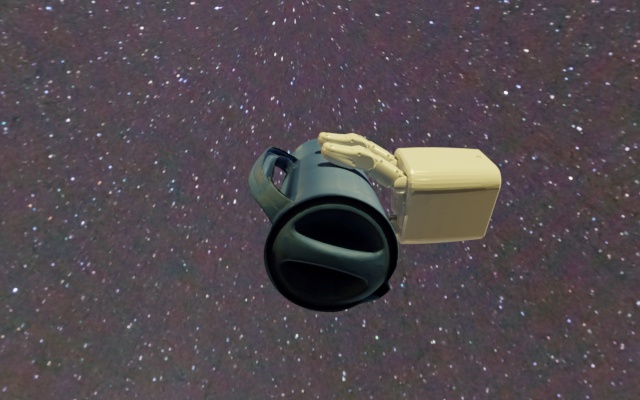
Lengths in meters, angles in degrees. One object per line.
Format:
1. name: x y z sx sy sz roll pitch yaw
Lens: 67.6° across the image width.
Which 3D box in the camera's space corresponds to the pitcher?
1. pitcher: 0.000 0.002 0.567 0.145 0.149 0.242 -3 24 -1
